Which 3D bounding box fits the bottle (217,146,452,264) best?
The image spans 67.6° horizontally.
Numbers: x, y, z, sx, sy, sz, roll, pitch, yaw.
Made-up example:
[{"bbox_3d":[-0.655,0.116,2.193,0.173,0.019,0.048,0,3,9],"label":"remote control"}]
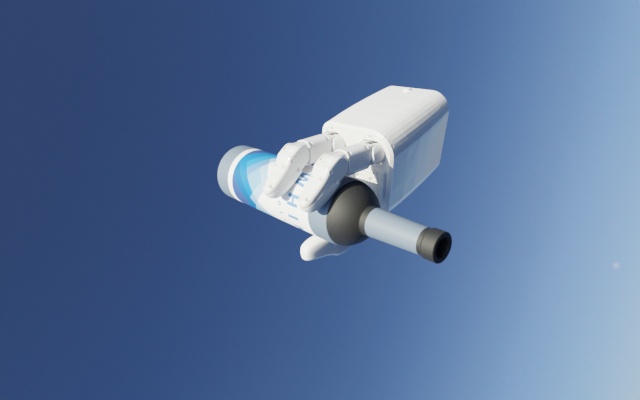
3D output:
[{"bbox_3d":[0.000,0.002,0.488,0.069,0.069,0.295,0,14,-44],"label":"bottle"}]
